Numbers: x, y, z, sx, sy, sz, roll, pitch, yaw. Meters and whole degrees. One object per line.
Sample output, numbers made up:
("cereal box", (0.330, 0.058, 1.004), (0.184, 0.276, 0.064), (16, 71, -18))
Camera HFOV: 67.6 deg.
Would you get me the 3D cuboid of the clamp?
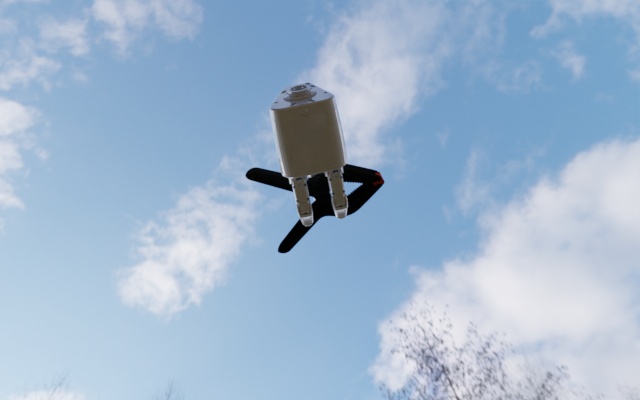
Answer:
("clamp", (0.001, 0.002, 0.771), (0.210, 0.165, 0.036), (-12, 32, -1))
